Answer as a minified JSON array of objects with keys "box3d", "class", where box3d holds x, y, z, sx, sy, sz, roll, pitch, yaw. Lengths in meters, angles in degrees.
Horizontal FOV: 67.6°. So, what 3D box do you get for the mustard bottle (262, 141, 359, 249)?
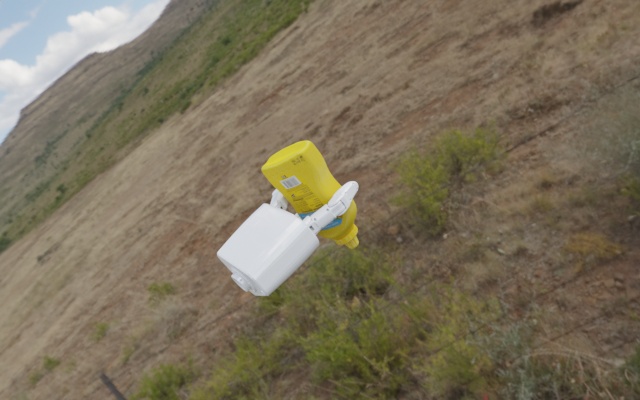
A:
[{"box3d":[0.000,0.002,0.735,0.096,0.192,0.058,-18,28,40],"class":"mustard bottle"}]
